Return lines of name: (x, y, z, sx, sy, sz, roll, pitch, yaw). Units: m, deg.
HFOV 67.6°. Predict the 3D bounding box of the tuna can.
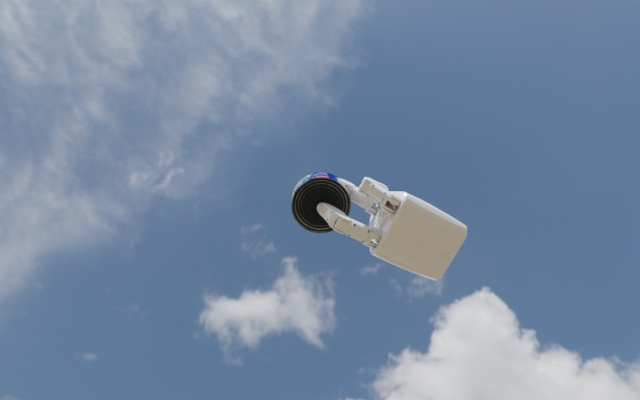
tuna can: (0.000, 0.002, 0.699, 0.086, 0.086, 0.033, 0, 21, -4)
